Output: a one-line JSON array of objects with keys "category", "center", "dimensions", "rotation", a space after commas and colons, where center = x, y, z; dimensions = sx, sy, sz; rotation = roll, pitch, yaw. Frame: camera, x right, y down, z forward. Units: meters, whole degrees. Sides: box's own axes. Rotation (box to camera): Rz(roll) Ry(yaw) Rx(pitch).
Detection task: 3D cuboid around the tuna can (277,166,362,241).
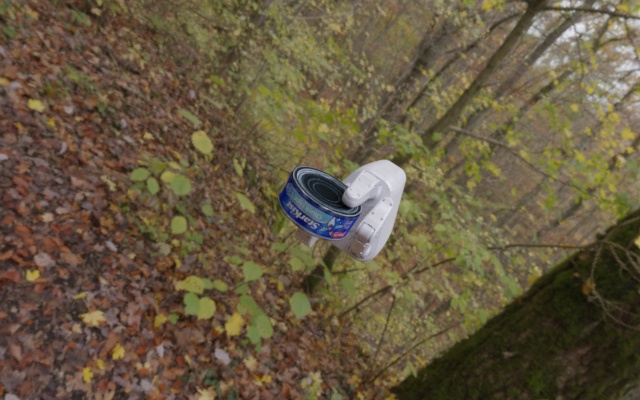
[{"category": "tuna can", "center": [0.000, 0.001, 0.503], "dimensions": [0.086, 0.034, 0.086], "rotation": [26, 26, -14]}]
